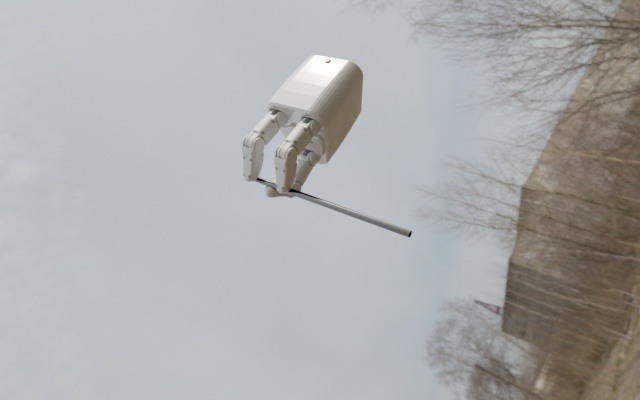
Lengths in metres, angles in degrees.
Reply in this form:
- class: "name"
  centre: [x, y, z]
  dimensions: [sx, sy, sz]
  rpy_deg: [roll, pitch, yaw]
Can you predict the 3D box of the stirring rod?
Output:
- class: "stirring rod"
  centre: [0.000, 0.002, 0.576]
  dimensions: [0.239, 0.011, 0.011]
  rpy_deg: [20, 11, 32]
